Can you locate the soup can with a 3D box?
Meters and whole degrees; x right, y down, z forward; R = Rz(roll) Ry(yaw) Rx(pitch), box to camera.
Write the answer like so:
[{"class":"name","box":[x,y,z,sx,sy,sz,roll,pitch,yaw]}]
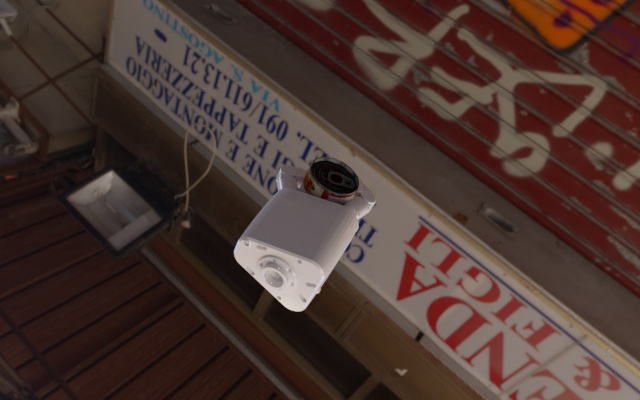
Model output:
[{"class":"soup can","box":[0.000,0.002,0.636,0.068,0.068,0.102,0,-43,-29]}]
